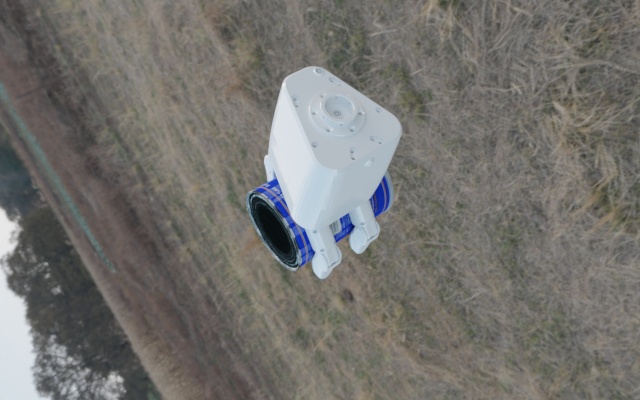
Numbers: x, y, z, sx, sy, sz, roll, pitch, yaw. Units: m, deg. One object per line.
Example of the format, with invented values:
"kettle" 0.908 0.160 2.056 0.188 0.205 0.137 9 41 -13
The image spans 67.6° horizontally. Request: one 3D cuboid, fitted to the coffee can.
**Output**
"coffee can" 0.000 0.002 0.557 0.140 0.103 0.103 -31 14 -24
